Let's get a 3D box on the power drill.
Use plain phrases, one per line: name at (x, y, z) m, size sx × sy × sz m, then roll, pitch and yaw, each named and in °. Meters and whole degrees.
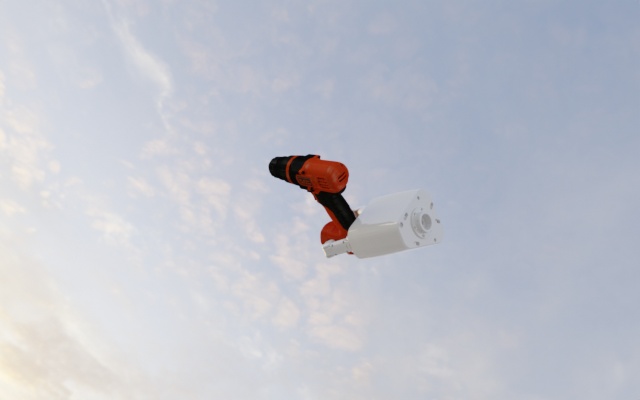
power drill at (0.001, 0.003, 0.835) m, size 0.057 × 0.188 × 0.184 m, roll -45°, pitch 34°, yaw -24°
